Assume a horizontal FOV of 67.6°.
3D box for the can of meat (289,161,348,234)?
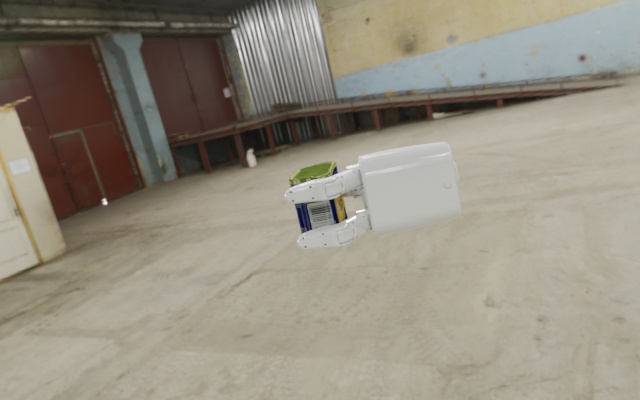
[{"bbox_3d":[0.000,0.002,0.593,0.057,0.084,0.102,-10,12,9],"label":"can of meat"}]
